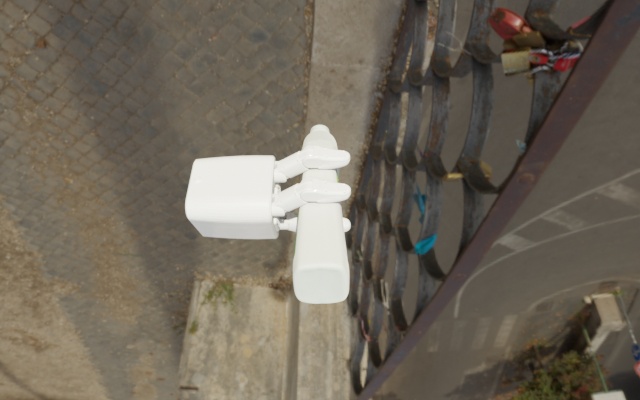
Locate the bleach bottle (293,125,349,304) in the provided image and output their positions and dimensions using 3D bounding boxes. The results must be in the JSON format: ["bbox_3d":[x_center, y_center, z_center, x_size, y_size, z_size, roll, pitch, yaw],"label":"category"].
[{"bbox_3d":[0.000,0.002,0.640,0.068,0.250,0.103,-1,-38,1],"label":"bleach bottle"}]
